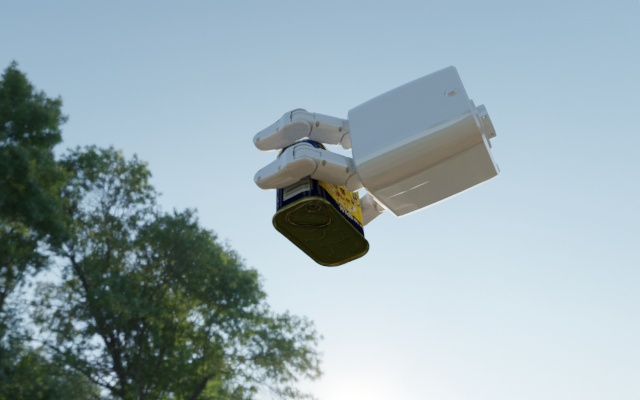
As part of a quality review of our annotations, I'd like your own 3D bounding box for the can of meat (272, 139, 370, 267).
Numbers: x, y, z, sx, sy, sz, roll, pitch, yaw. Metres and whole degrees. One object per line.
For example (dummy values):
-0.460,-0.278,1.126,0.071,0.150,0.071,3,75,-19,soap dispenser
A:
0.000,0.001,0.458,0.057,0.083,0.102,-25,-45,23,can of meat
